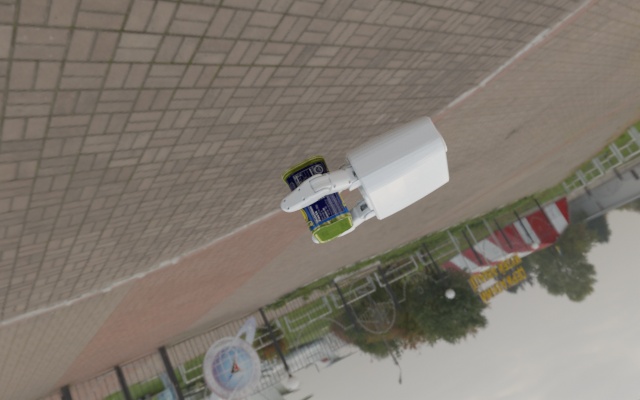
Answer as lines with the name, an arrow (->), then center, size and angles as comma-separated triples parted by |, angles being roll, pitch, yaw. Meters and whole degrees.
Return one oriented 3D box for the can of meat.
can of meat -> 0.000, 0.002, 0.602 | 0.057, 0.084, 0.102 | -27, -15, 1
